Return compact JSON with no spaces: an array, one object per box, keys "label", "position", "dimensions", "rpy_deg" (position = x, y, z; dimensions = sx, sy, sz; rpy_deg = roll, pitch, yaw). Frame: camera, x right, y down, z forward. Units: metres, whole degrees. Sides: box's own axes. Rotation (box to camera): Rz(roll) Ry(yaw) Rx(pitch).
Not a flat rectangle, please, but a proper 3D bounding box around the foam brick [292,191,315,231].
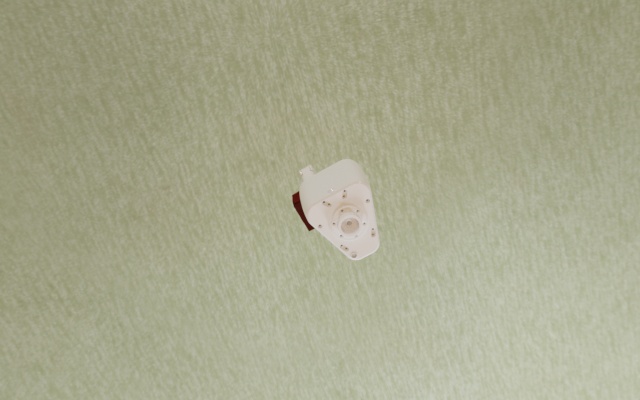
[{"label":"foam brick","position":[0.000,0.003,0.755],"dimensions":[0.078,0.053,0.051],"rpy_deg":[-28,20,5]}]
